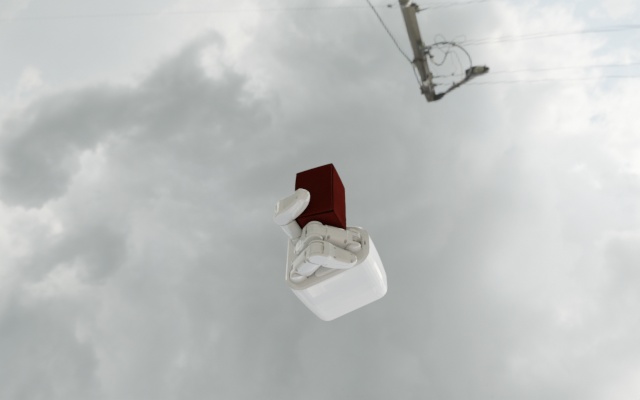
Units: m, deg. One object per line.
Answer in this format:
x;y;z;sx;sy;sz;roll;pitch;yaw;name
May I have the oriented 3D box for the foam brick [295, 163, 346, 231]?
0.000;0.002;0.611;0.053;0.078;0.051;-13;-41;17;foam brick
